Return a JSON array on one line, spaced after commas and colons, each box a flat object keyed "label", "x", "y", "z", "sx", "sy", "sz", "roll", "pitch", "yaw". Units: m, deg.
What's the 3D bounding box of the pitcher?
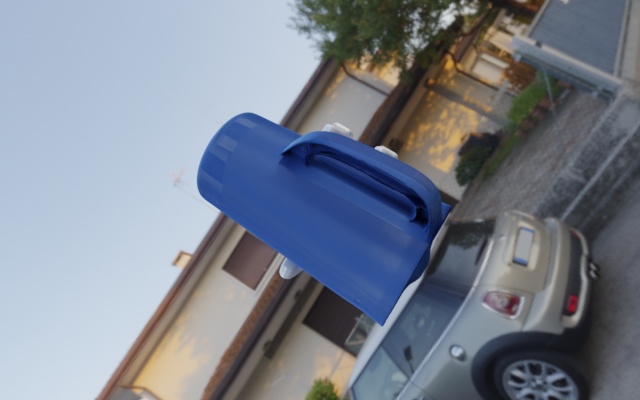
[{"label": "pitcher", "x": 0.000, "y": 0.002, "z": 0.480, "sx": 0.243, "sy": 0.149, "sz": 0.145, "roll": 30, "pitch": 10, "yaw": 13}]
